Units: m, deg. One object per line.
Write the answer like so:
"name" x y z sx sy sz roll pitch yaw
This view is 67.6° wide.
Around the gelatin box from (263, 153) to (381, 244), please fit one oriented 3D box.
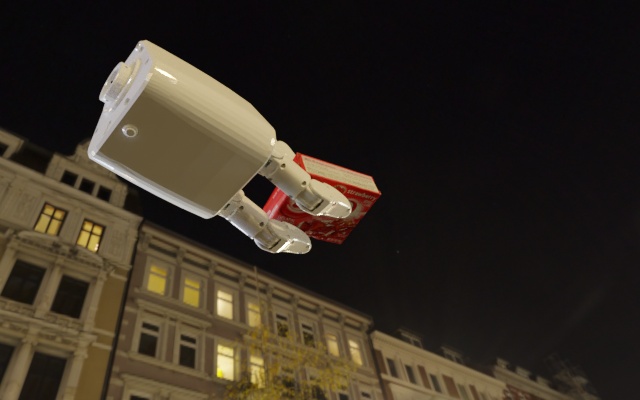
"gelatin box" 0.000 0.001 0.453 0.089 0.073 0.030 15 37 -31
